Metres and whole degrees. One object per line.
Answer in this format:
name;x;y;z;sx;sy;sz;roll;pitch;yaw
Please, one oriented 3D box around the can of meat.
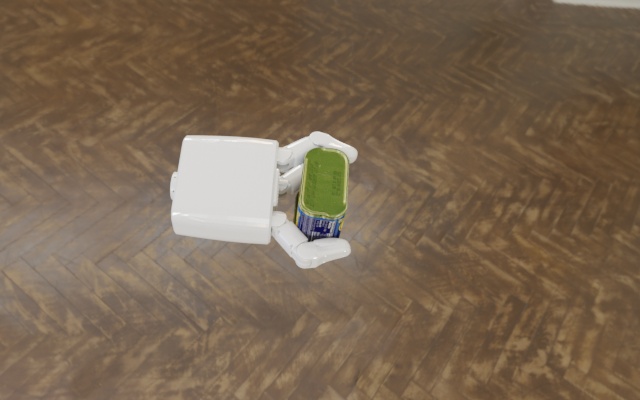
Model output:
can of meat;0.000;0.002;0.546;0.057;0.102;0.084;7;-37;-3
